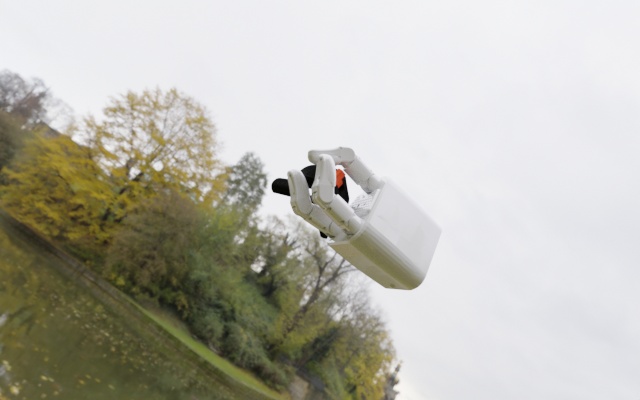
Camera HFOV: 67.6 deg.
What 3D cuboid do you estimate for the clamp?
[{"bbox_3d":[0.000,0.002,0.657,0.120,0.039,0.171,41,-20,-13],"label":"clamp"}]
